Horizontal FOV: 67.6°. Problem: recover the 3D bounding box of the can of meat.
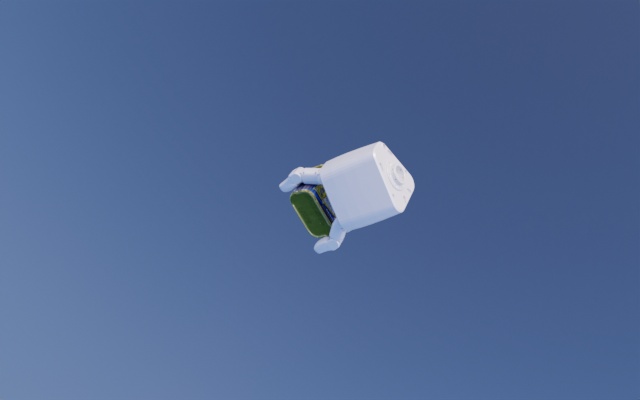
[{"bbox_3d":[0.000,0.003,0.833,0.057,0.102,0.084,-16,24,35],"label":"can of meat"}]
